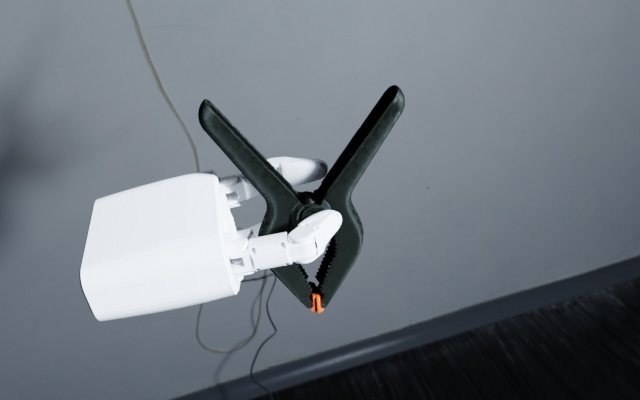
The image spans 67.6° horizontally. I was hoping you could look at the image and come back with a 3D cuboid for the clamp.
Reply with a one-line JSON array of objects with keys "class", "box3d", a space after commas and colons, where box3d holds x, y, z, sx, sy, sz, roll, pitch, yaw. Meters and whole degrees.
[{"class": "clamp", "box3d": [0.000, 0.002, 0.414, 0.164, 0.210, 0.036, -12, 25, -4]}]
